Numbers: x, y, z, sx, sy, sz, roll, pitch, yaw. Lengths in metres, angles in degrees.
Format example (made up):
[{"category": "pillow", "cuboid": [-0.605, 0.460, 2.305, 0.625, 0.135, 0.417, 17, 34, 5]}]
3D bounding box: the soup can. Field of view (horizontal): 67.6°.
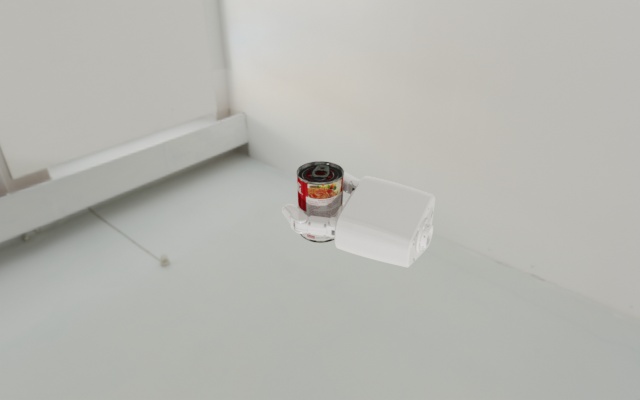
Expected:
[{"category": "soup can", "cuboid": [0.000, 0.002, 0.703, 0.068, 0.102, 0.068, 0, 31, 0]}]
